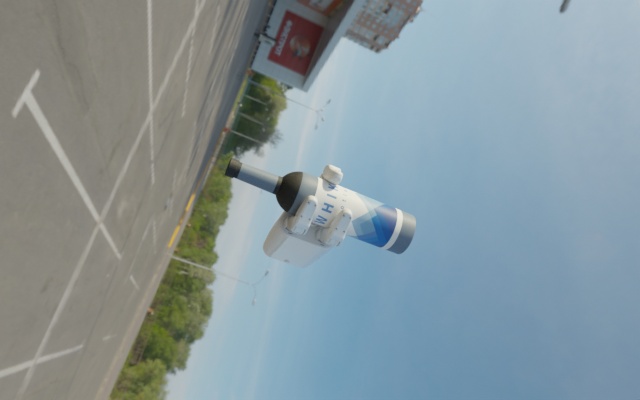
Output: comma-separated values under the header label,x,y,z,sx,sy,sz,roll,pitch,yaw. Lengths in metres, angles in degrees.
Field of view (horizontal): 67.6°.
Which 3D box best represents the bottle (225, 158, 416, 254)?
label,x,y,z,sx,sy,sz,roll,pitch,yaw
bottle,0.000,0.002,0.722,0.296,0.069,0.069,21,-5,-13
